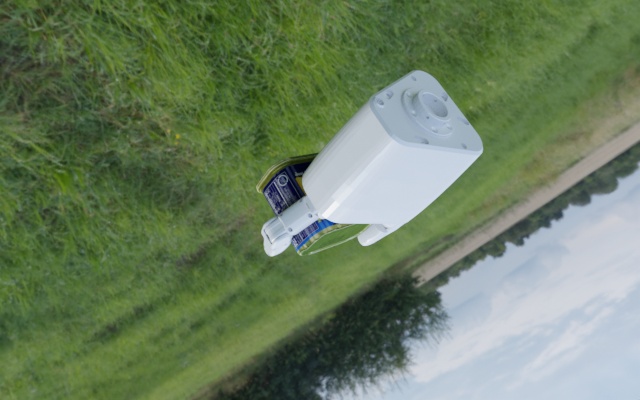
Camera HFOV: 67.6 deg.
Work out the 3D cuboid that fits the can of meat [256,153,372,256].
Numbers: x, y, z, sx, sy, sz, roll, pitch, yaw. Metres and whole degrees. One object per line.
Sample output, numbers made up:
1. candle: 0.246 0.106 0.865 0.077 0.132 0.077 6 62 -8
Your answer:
1. can of meat: 0.000 0.002 0.484 0.102 0.084 0.057 -15 -23 -44
